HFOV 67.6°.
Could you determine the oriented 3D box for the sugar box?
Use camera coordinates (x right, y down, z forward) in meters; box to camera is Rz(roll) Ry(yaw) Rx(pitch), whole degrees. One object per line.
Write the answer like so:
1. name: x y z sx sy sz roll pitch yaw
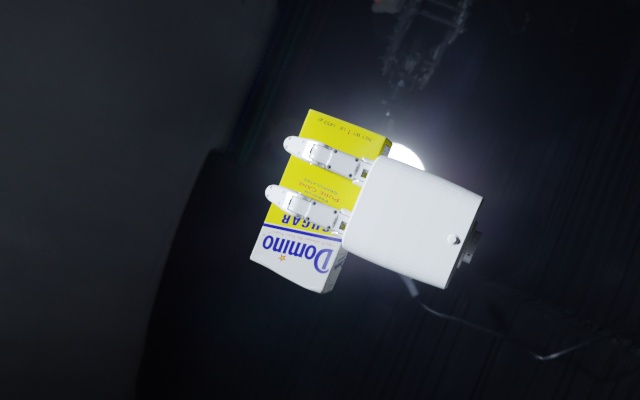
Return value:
1. sugar box: 0.000 0.002 0.514 0.093 0.176 0.048 23 3 19
